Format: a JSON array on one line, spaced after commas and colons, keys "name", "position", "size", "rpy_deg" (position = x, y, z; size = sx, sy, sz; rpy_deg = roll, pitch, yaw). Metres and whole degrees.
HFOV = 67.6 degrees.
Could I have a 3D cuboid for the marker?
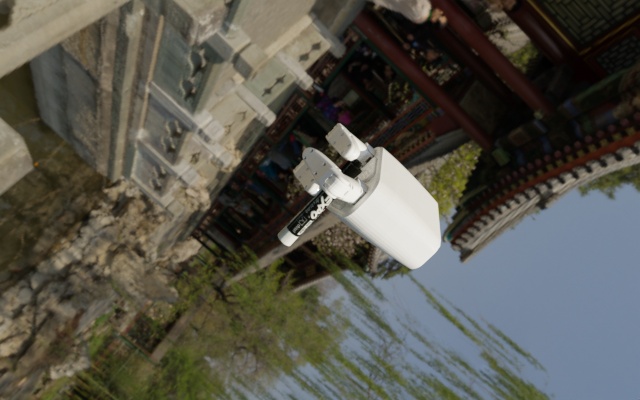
[{"name": "marker", "position": [0.000, 0.002, 0.512], "size": [0.121, 0.020, 0.020], "rpy_deg": [-46, -14, 14]}]
